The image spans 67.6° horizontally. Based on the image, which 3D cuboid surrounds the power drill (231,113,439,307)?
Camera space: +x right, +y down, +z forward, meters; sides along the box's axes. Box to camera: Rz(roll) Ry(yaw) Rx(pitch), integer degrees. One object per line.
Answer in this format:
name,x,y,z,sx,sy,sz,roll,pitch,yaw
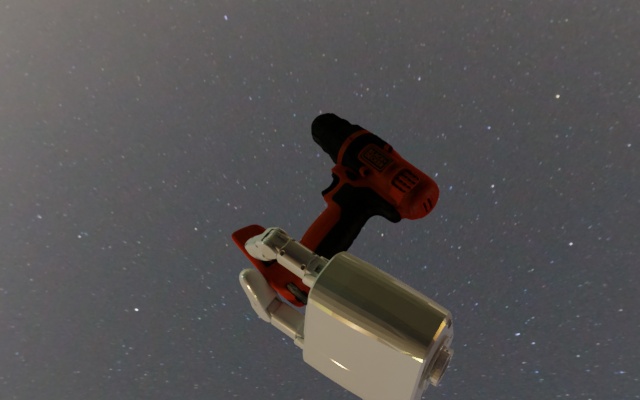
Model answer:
power drill,0.000,0.002,0.499,0.184,0.187,0.057,42,-6,41
